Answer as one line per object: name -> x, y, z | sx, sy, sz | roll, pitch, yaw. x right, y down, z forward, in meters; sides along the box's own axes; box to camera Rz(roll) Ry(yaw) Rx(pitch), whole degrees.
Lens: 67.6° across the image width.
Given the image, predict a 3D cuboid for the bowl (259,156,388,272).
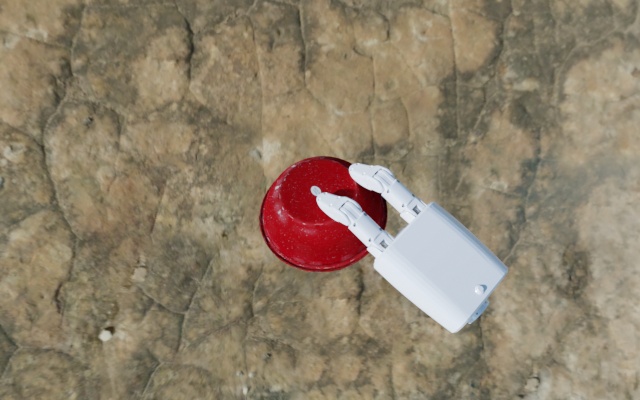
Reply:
bowl -> -0.001, 0.001, 0.577 | 0.162, 0.162, 0.055 | 0, -30, 7
